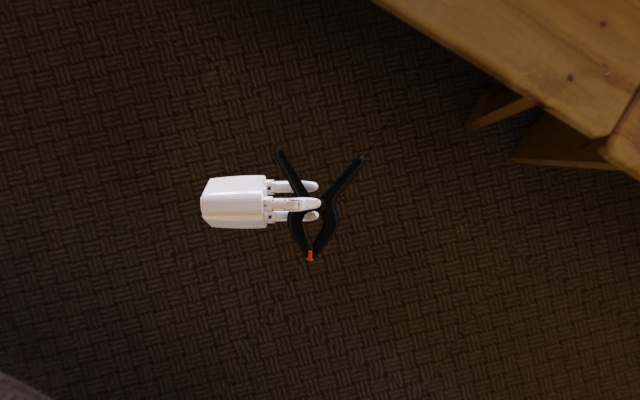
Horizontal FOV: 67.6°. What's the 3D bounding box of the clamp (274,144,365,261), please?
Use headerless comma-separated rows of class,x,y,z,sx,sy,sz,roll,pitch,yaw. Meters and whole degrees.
clamp,0.000,0.003,0.863,0.164,0.210,0.036,-1,4,-2
